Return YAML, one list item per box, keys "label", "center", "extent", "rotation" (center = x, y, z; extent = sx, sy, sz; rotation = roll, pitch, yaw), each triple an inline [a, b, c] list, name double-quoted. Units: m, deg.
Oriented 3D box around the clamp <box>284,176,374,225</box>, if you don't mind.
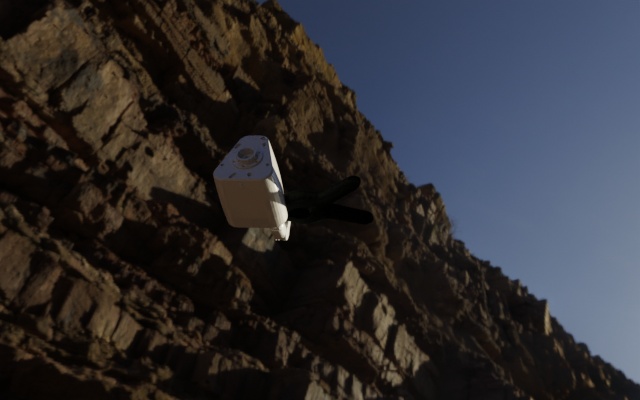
- label: "clamp"
  center: [0.000, 0.002, 0.791]
  extent: [0.171, 0.039, 0.120]
  rotation: [-3, -42, 7]
